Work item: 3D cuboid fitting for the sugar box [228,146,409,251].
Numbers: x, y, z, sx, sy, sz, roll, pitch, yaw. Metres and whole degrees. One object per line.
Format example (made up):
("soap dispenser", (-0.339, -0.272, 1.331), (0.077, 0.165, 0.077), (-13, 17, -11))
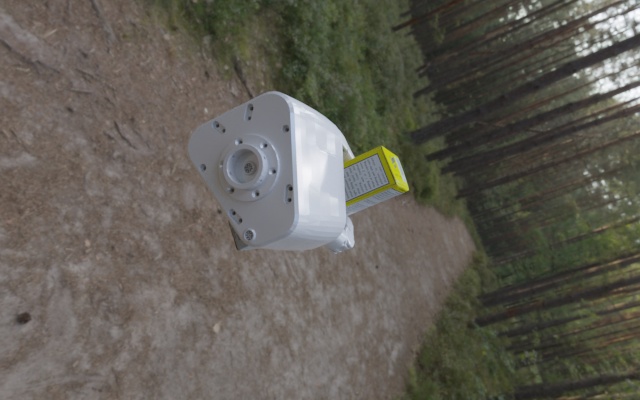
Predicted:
("sugar box", (0.000, 0.001, 0.502), (0.176, 0.048, 0.093), (-21, -9, 16))
